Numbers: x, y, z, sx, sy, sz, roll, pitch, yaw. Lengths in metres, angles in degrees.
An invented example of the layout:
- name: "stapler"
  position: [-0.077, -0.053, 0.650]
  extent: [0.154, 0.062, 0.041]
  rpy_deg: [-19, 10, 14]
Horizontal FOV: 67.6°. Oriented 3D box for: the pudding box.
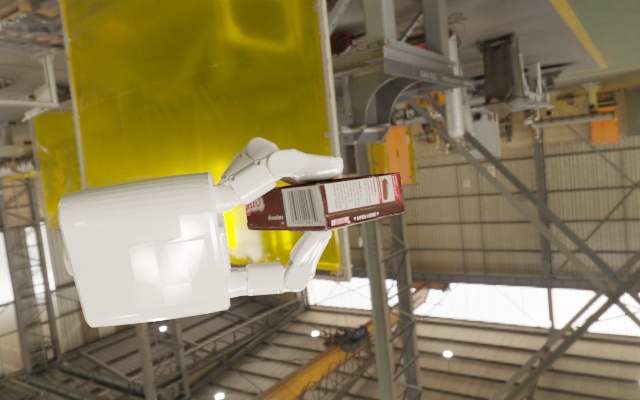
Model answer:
- name: "pudding box"
  position: [0.000, 0.002, 0.409]
  extent: [0.090, 0.039, 0.113]
  rpy_deg: [-11, 6, -39]
